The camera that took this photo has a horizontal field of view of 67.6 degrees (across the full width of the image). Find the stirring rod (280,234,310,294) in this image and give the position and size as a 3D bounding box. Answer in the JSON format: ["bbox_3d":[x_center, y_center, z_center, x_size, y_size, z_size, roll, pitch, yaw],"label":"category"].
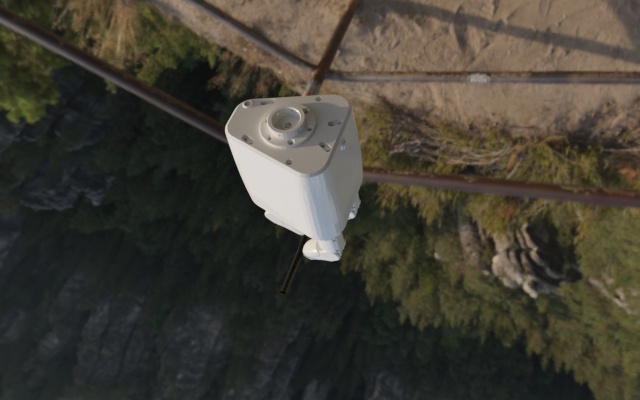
[{"bbox_3d":[0.000,0.002,0.575,0.011,0.239,0.011,17,-28,10],"label":"stirring rod"}]
